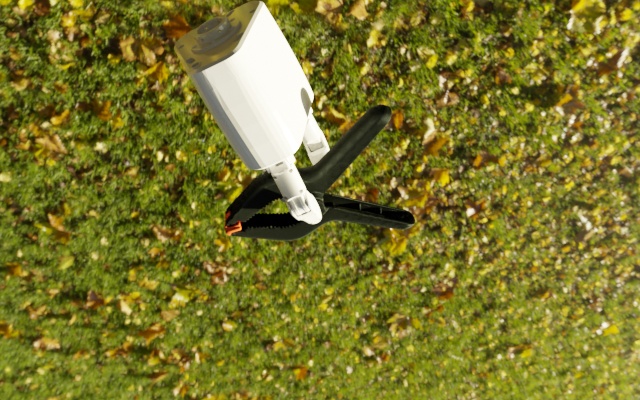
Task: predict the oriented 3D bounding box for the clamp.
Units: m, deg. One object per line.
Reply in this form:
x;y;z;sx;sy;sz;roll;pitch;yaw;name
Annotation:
0.000;0.002;0.518;0.210;0.165;0.036;-22;39;10;clamp
